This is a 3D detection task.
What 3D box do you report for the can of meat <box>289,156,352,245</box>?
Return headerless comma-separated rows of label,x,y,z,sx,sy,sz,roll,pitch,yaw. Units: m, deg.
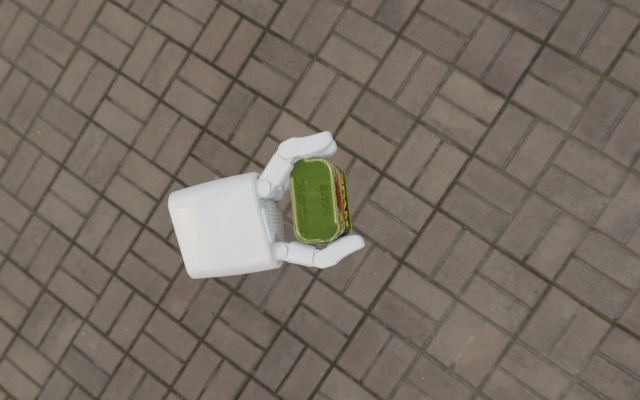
can of meat,0.000,0.002,0.565,0.057,0.102,0.084,-7,-5,11
